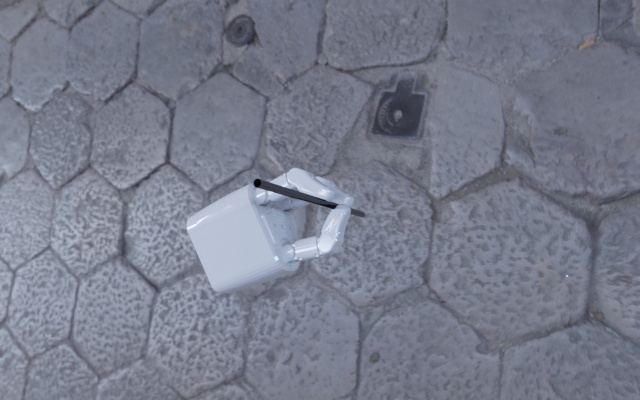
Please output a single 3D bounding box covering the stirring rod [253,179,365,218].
[{"bbox_3d":[0.000,0.002,0.517,0.011,0.011,0.239,0,-8,27],"label":"stirring rod"}]
